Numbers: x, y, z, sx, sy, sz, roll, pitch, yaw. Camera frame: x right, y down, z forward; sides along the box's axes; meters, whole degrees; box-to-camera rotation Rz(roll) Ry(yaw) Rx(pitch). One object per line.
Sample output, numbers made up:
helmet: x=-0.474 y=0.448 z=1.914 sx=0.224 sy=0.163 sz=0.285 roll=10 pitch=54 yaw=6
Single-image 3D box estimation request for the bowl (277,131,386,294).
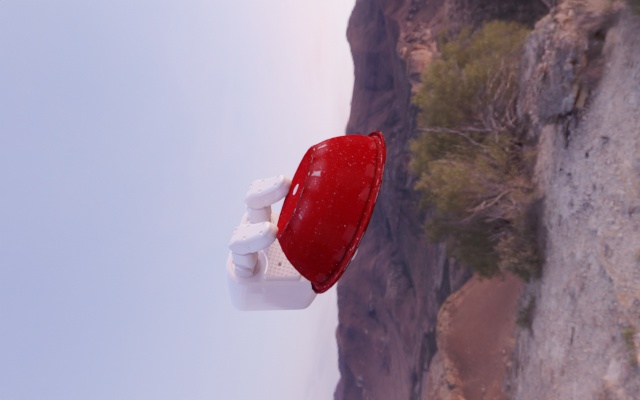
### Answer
bowl: x=0.000 y=0.000 z=0.444 sx=0.055 sy=0.162 sz=0.162 roll=21 pitch=-5 yaw=-11
